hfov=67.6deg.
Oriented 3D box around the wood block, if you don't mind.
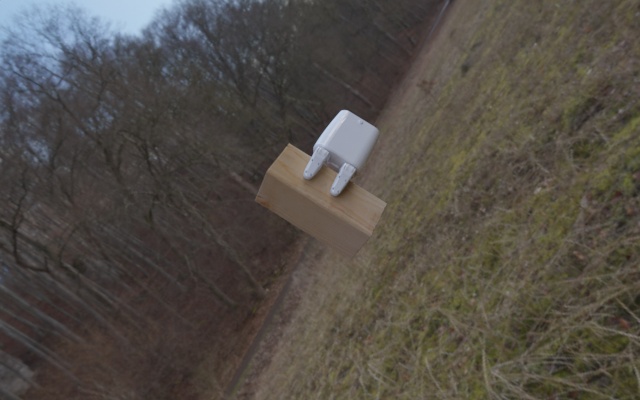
[{"bbox_3d":[0.000,0.003,0.859,0.206,0.090,0.091,32,-40,1],"label":"wood block"}]
